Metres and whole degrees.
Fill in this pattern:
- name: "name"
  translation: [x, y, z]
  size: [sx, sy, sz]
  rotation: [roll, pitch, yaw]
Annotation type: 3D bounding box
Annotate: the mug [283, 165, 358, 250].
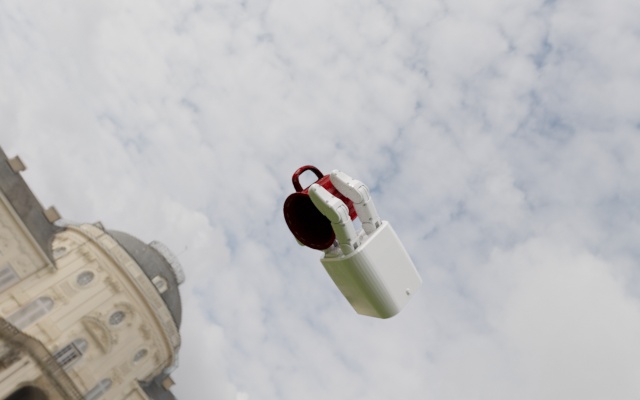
- name: "mug"
  translation: [-0.001, 0.001, 0.696]
  size: [0.093, 0.117, 0.081]
  rotation: [-24, 10, 47]
